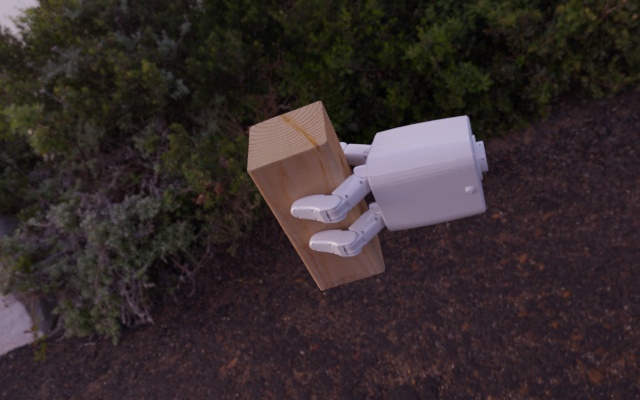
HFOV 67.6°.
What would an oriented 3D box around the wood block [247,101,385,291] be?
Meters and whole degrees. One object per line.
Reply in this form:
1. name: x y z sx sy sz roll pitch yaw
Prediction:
1. wood block: 0.000 0.001 0.568 0.090 0.206 0.090 -19 39 10
